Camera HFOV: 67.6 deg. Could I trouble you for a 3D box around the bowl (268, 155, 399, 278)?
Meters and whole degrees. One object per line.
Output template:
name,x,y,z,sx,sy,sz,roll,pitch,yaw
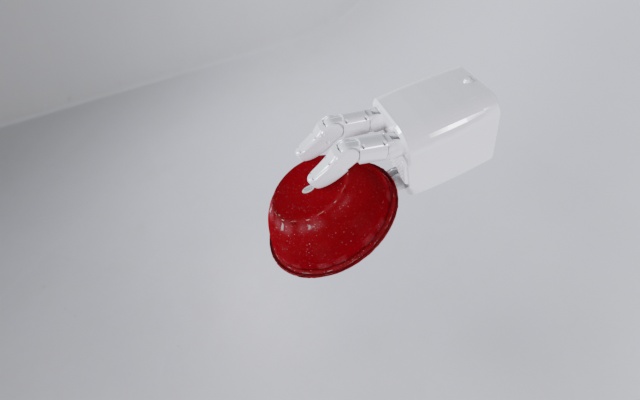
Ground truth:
bowl,-0.001,0.002,0.522,0.162,0.162,0.055,0,-37,35
